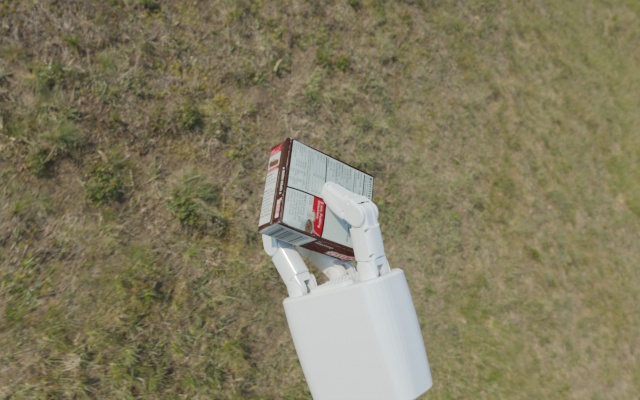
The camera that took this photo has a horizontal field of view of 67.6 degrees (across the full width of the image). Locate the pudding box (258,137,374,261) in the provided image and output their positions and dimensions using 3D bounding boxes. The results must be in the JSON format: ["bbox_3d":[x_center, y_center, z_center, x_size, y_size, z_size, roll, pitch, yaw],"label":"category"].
[{"bbox_3d":[0.000,0.002,0.467,0.113,0.090,0.039,23,-29,-34],"label":"pudding box"}]
